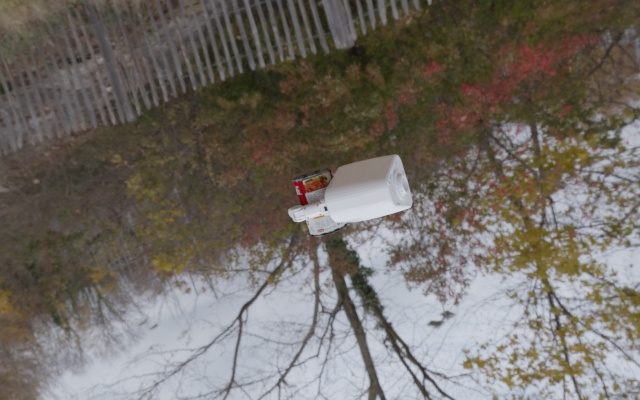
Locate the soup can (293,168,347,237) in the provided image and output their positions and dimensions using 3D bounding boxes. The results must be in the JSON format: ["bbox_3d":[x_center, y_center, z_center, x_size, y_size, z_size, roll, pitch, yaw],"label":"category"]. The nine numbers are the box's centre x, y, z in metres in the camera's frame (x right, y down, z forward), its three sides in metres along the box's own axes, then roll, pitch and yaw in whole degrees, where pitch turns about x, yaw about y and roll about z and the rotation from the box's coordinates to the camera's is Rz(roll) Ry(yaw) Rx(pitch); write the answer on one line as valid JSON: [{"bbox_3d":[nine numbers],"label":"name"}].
[{"bbox_3d":[0.000,0.003,0.813,0.068,0.102,0.068,-17,8,3],"label":"soup can"}]
